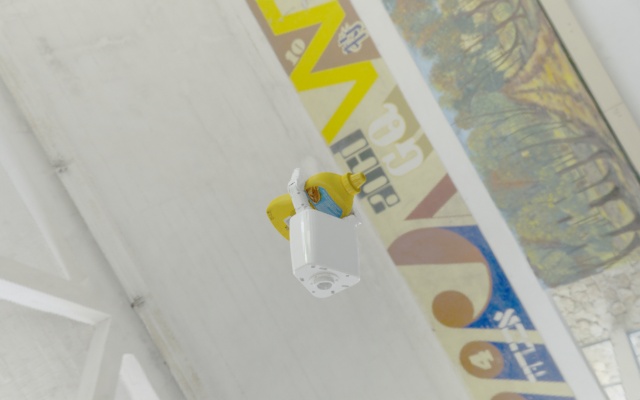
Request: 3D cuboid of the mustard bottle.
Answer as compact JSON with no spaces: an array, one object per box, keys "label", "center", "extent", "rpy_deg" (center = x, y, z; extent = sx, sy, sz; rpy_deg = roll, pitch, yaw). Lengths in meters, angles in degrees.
[{"label":"mustard bottle","center":[0.000,0.003,0.858],"extent":[0.192,0.096,0.058],"rpy_deg":[-31,20,28]}]
